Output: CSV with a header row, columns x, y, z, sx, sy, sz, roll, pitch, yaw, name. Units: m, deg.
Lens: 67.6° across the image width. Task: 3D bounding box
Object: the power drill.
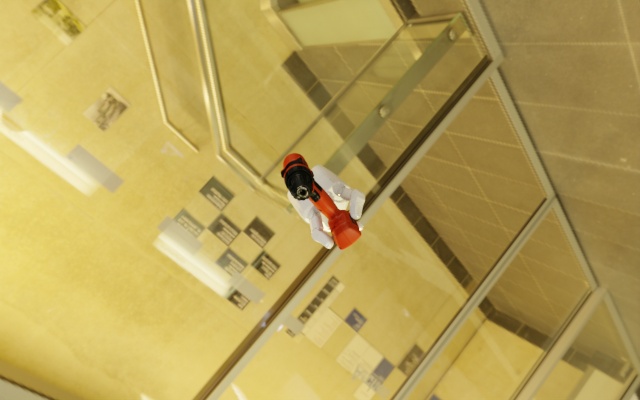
x,y,z,sx,sy,sz,roll,pitch,yaw,name
0.000,0.003,0.893,0.057,0.188,0.184,-36,21,8,power drill
